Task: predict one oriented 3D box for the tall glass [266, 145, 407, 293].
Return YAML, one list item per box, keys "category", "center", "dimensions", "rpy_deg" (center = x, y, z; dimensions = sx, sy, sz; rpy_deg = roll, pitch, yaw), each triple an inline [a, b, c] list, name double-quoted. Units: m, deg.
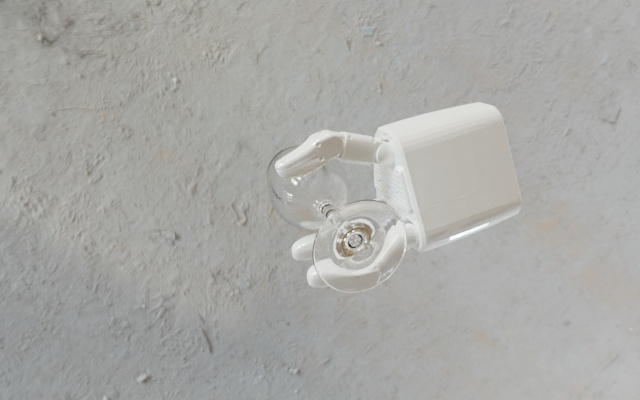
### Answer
- category: "tall glass"
  center: [0.000, 0.002, 0.435]
  dimensions: [0.079, 0.079, 0.201]
  rpy_deg: [0, 19, -19]
